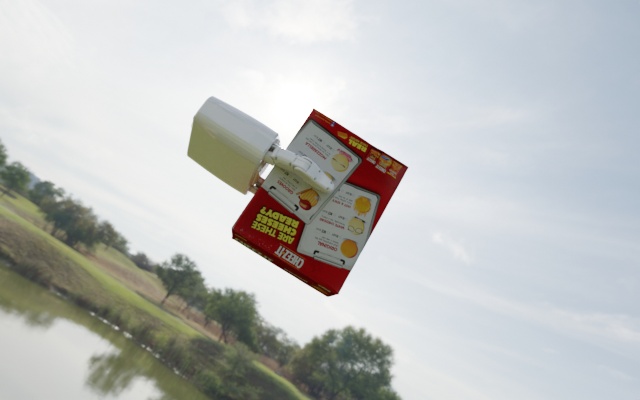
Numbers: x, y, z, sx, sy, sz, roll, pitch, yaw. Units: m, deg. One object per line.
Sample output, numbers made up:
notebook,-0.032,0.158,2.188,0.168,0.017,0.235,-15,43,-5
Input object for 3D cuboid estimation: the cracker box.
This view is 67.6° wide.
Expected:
cracker box,0.000,0.002,0.673,0.164,0.213,0.072,32,-19,-1
